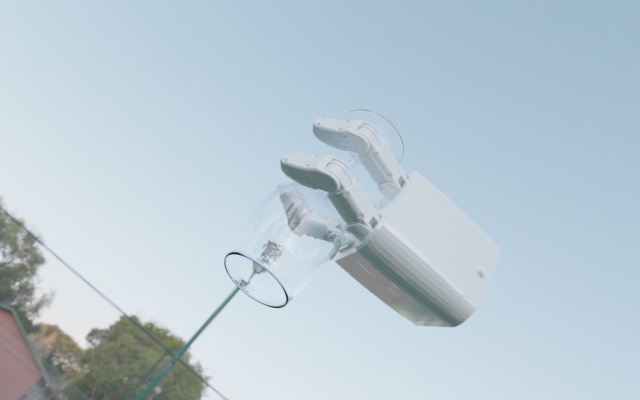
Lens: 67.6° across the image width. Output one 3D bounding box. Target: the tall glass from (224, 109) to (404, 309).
[{"bbox_3d":[0.000,0.001,0.430,0.079,0.079,0.201,0,38,42],"label":"tall glass"}]
